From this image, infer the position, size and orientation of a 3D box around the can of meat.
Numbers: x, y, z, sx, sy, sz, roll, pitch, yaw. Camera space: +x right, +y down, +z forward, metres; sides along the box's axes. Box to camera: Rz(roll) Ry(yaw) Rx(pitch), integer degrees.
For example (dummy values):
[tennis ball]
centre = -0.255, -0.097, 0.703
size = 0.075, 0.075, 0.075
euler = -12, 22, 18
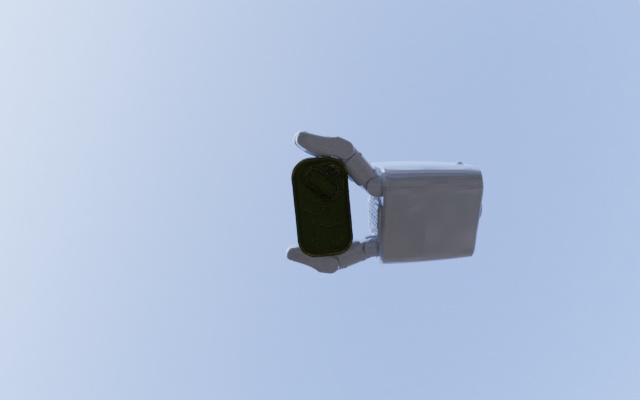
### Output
[can of meat]
centre = 0.000, 0.002, 0.523
size = 0.057, 0.102, 0.084
euler = -6, 8, -2
